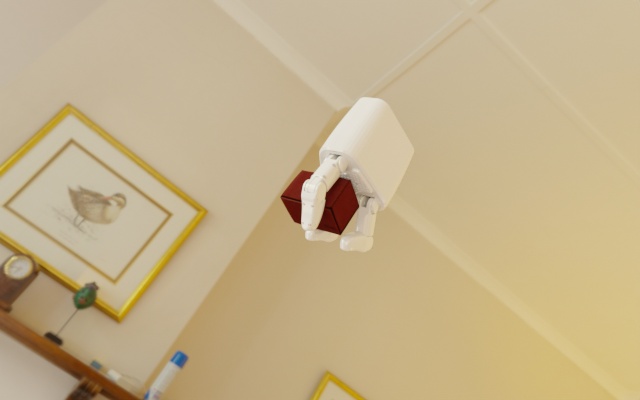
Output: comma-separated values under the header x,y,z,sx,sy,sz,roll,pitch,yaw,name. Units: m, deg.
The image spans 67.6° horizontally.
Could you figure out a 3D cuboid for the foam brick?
x,y,z,sx,sy,sz,roll,pitch,yaw,name
0.000,0.002,0.610,0.078,0.051,0.053,14,-35,32,foam brick
